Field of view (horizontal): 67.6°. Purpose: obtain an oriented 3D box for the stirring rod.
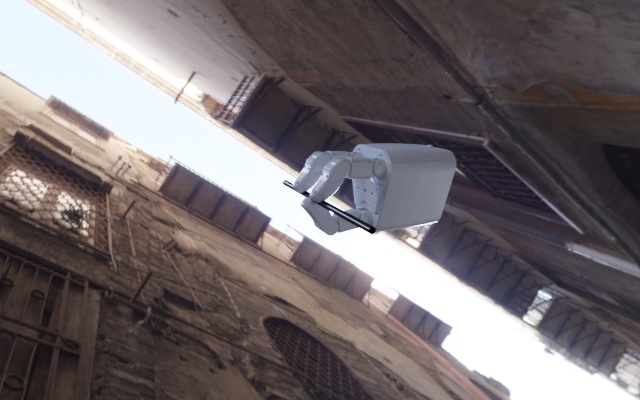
[{"bbox_3d":[0.000,0.002,0.564,0.011,0.011,0.239,0,13,-25],"label":"stirring rod"}]
